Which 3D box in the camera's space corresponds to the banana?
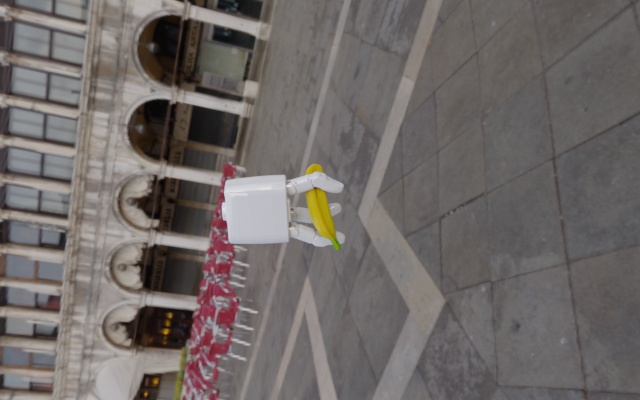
[{"bbox_3d":[-0.004,-0.005,0.861,0.037,0.197,0.070,-17,-37,6],"label":"banana"}]
